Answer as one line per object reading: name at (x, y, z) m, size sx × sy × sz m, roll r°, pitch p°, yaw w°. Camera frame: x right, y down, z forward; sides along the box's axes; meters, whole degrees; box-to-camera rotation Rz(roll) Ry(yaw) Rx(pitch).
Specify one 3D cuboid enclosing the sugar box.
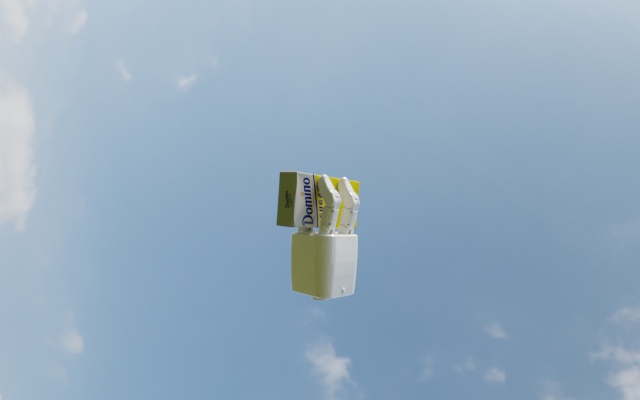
sugar box at (0.001, 0.003, 0.842) m, size 0.048 × 0.093 × 0.176 m, roll 3°, pitch -1°, yaw 38°
